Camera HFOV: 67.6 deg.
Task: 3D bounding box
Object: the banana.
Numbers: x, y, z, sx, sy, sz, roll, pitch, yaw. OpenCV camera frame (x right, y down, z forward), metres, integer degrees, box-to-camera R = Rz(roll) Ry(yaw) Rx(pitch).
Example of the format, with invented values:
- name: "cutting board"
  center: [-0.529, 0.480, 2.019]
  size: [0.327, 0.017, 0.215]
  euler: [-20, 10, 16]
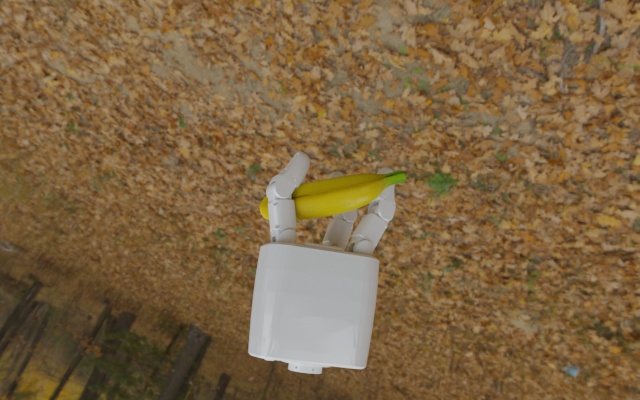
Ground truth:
- name: "banana"
  center: [-0.009, 0.001, 0.506]
  size: [0.198, 0.037, 0.069]
  euler: [-10, -6, 39]
